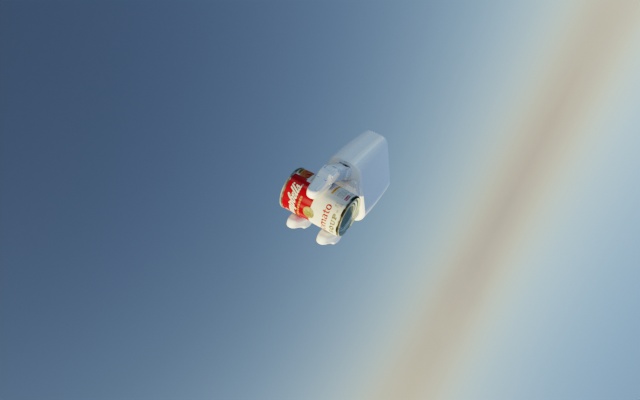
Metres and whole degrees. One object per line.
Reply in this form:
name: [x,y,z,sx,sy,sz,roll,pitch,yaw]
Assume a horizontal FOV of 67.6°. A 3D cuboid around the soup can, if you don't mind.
soup can: [0.000,0.003,0.711,0.102,0.068,0.068,28,10,19]
